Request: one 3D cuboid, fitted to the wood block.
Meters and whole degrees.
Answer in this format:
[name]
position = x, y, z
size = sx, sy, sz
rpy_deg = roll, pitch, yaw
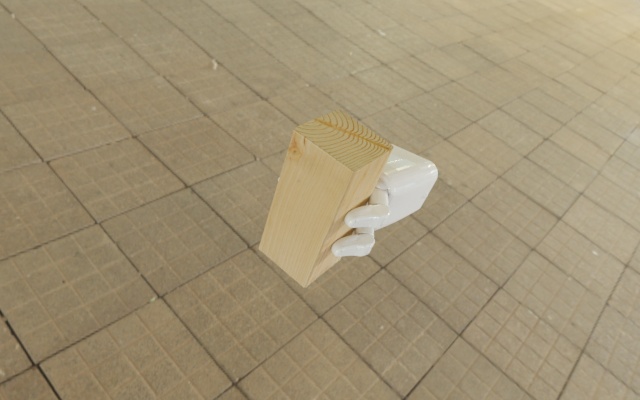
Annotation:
[wood block]
position = 0.000, 0.002, 0.613
size = 0.091, 0.206, 0.090
rpy_deg = 38, 42, 19
